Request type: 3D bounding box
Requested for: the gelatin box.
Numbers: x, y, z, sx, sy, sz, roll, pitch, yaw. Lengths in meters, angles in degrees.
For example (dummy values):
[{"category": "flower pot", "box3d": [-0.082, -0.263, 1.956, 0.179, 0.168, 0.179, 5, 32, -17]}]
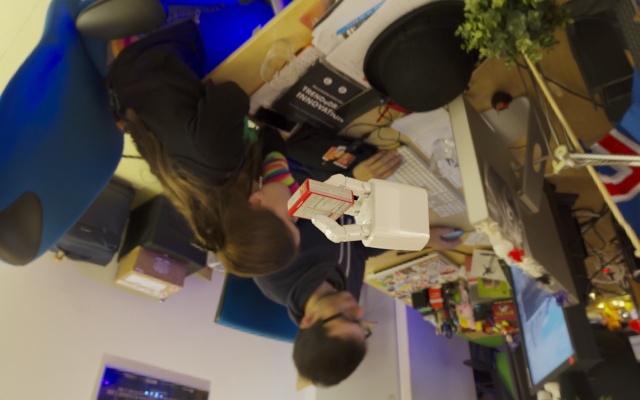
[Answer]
[{"category": "gelatin box", "box3d": [0.000, 0.003, 0.791, 0.089, 0.030, 0.073, 13, -37, -27]}]
